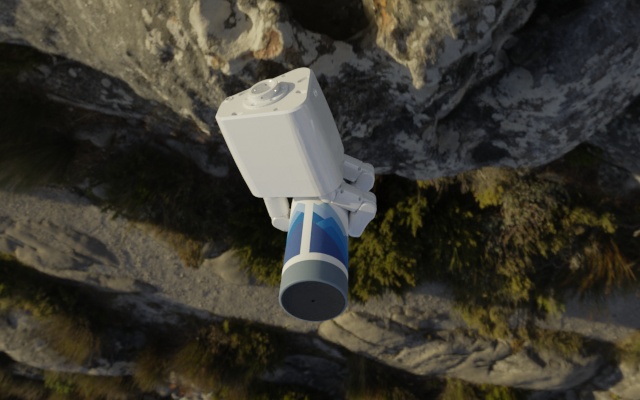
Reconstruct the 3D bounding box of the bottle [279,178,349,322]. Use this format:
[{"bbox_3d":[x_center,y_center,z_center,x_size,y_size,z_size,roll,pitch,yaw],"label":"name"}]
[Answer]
[{"bbox_3d":[0.000,0.002,0.569,0.069,0.069,0.295,0,40,4],"label":"bottle"}]
